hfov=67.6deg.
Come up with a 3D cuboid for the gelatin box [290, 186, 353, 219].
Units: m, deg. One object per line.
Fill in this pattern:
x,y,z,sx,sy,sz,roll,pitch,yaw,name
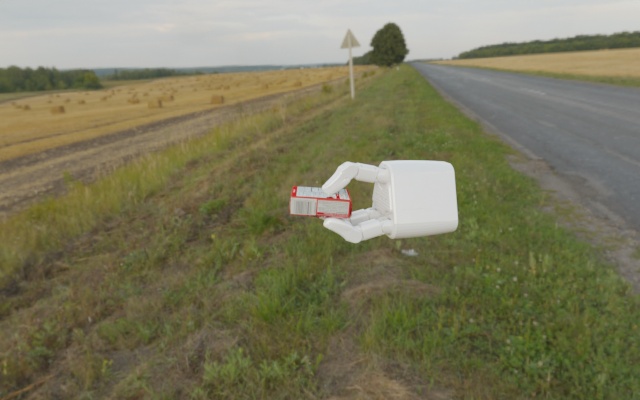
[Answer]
0.000,0.002,0.706,0.089,0.030,0.073,4,14,-2,gelatin box
